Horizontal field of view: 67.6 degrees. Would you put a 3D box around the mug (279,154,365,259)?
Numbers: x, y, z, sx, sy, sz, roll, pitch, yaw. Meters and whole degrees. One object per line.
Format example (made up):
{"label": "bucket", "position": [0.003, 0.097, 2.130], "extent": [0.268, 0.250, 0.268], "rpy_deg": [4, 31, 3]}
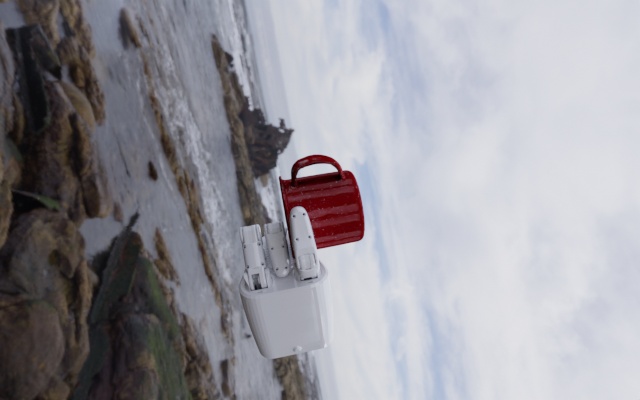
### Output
{"label": "mug", "position": [0.000, 0.000, 0.524], "extent": [0.081, 0.117, 0.093], "rpy_deg": [-10, 32, -5]}
